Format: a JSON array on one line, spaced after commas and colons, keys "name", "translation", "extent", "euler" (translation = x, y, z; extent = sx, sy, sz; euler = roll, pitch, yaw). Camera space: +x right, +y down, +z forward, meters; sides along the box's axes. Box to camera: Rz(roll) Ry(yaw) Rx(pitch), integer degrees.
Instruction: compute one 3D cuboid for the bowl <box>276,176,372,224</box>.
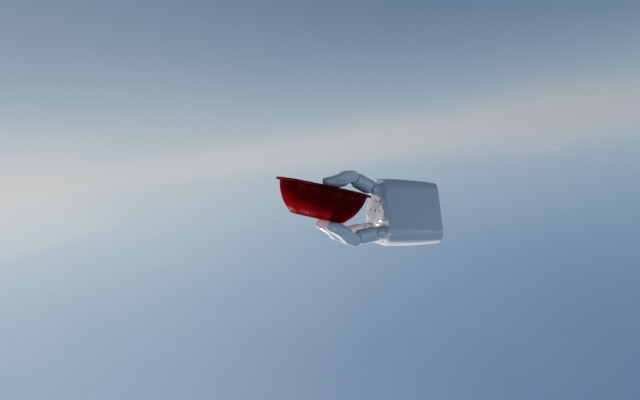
[{"name": "bowl", "translation": [-0.001, 0.003, 0.791], "extent": [0.162, 0.055, 0.162], "euler": [12, -1, 0]}]
